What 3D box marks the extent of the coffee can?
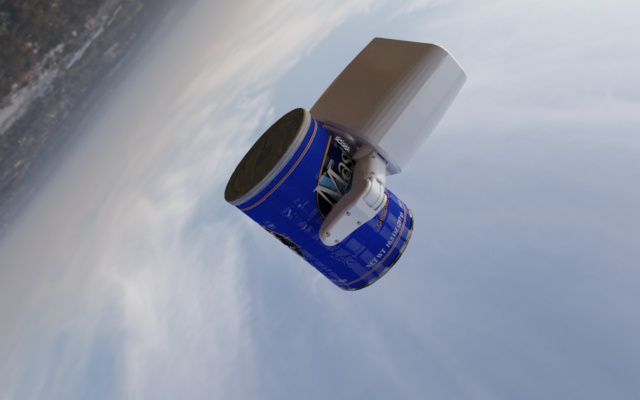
[{"bbox_3d":[0.000,0.001,0.432,0.140,0.102,0.103,41,-18,-23],"label":"coffee can"}]
